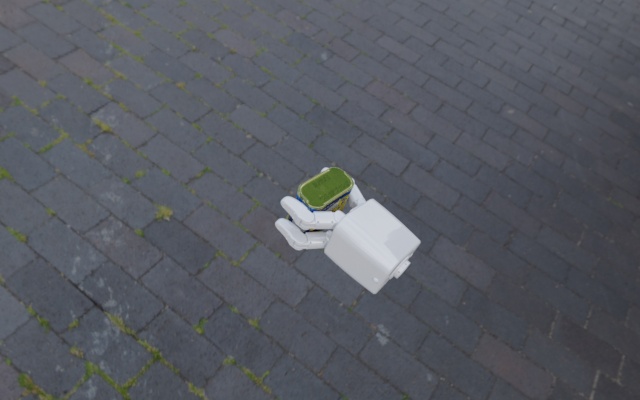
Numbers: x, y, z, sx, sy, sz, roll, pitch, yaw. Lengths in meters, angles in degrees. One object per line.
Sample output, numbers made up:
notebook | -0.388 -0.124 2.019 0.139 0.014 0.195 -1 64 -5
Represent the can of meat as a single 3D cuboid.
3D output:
can of meat | 0.000 0.002 0.768 0.102 0.057 0.084 -33 -22 -34
